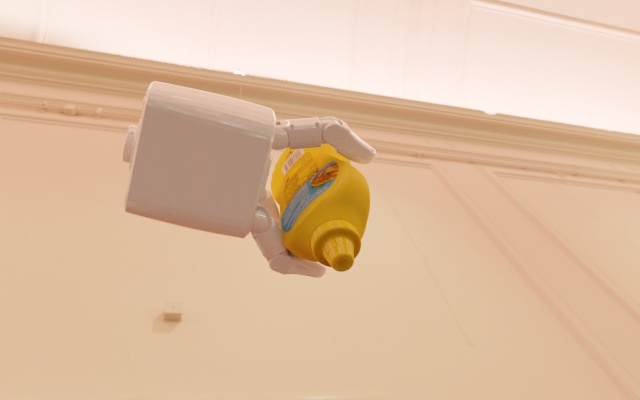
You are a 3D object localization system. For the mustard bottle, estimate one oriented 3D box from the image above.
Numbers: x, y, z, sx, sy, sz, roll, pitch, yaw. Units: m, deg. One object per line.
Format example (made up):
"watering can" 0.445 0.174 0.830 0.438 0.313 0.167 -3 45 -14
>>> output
"mustard bottle" 0.000 0.001 0.451 0.058 0.096 0.191 36 17 -27
